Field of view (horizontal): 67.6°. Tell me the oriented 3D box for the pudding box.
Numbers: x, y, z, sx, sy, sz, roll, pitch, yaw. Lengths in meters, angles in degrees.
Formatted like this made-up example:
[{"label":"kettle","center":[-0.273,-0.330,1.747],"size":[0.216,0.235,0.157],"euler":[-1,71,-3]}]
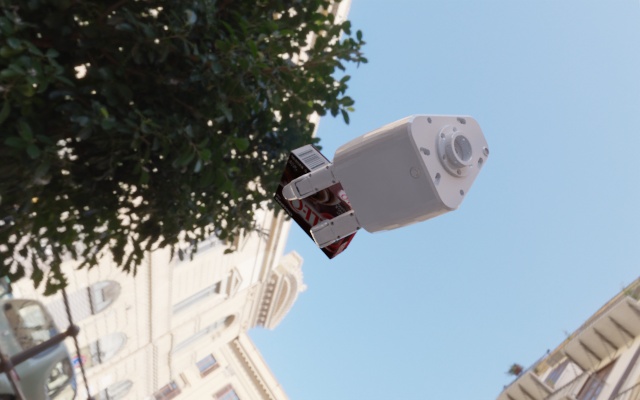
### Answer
[{"label":"pudding box","center":[0.000,0.002,0.571],"size":[0.039,0.113,0.090],"euler":[-27,-24,-38]}]
